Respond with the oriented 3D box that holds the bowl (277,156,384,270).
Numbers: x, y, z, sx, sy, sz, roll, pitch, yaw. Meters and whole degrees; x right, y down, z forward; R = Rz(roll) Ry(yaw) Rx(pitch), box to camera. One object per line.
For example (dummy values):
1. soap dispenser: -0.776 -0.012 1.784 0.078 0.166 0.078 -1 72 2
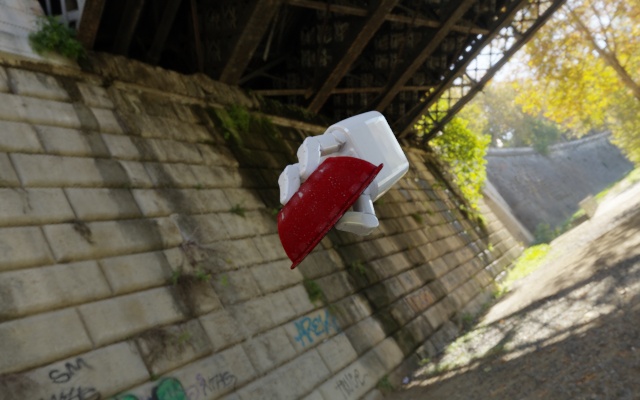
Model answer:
1. bowl: -0.001 0.002 0.551 0.055 0.162 0.162 41 0 0
